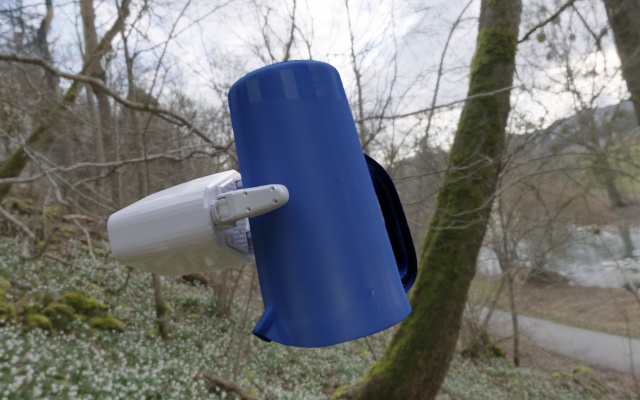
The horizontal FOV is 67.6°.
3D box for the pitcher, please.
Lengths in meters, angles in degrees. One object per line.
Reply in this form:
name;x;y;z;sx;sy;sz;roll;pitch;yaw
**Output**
pitcher;0.000;0.002;0.448;0.145;0.243;0.149;-14;-3;12
